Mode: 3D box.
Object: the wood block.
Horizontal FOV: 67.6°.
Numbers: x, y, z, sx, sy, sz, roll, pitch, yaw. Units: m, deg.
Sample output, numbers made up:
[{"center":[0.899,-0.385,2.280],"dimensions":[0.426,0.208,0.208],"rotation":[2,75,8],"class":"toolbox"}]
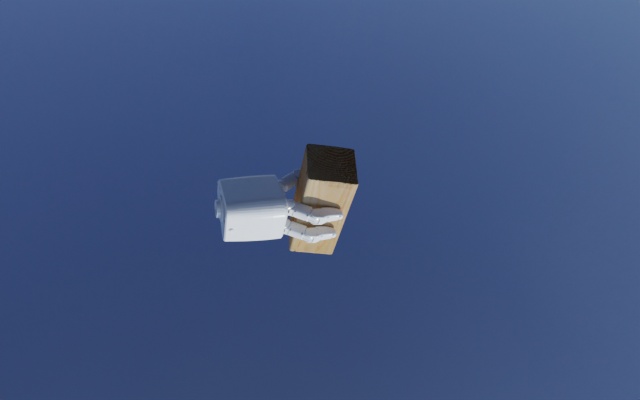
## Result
[{"center":[0.000,0.003,0.895],"dimensions":[0.090,0.090,0.206],"rotation":[6,-41,-10],"class":"wood block"}]
